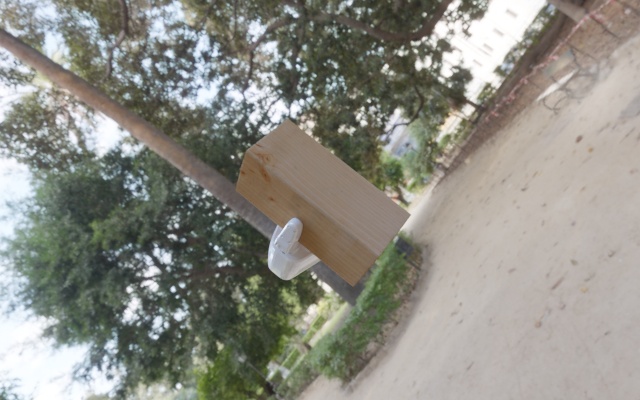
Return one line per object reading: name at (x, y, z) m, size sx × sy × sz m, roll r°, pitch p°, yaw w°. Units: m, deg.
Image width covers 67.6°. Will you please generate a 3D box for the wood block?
wood block at (0.000, 0.002, 0.627) m, size 0.090 × 0.206 × 0.090 m, roll -46°, pitch -10°, yaw -37°
